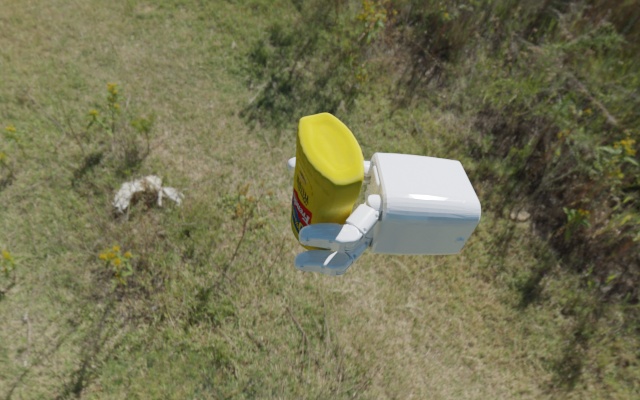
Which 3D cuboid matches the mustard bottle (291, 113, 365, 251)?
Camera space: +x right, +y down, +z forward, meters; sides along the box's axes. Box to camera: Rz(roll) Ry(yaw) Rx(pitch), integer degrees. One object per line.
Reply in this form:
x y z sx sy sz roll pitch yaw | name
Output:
0.000 0.002 0.535 0.058 0.096 0.192 -16 -32 -18 | mustard bottle
